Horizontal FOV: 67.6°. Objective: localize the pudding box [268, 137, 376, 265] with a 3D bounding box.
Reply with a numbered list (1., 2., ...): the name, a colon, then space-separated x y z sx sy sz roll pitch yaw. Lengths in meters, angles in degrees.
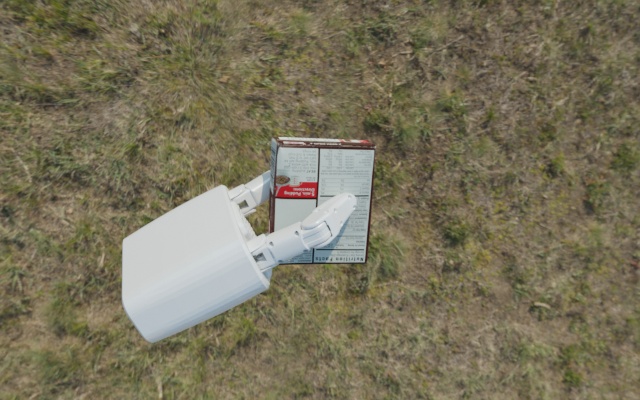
1. pudding box: 0.000 0.001 0.430 0.090 0.113 0.039 1 17 -11
